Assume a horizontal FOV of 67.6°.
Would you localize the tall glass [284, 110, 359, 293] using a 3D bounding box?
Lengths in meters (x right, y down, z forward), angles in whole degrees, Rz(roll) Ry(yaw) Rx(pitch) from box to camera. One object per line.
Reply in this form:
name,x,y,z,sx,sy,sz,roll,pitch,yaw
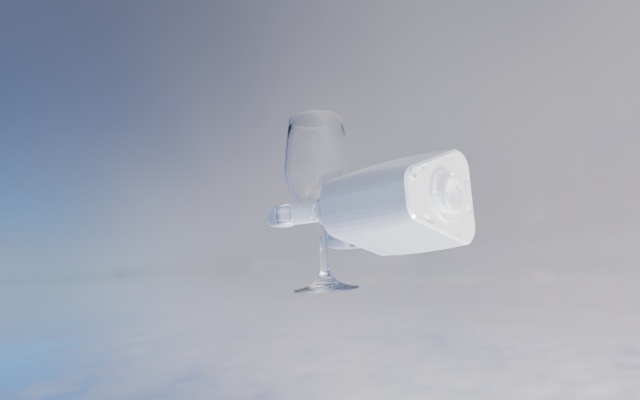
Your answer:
tall glass,0.000,0.002,0.548,0.079,0.201,0.079,-4,-7,-1
